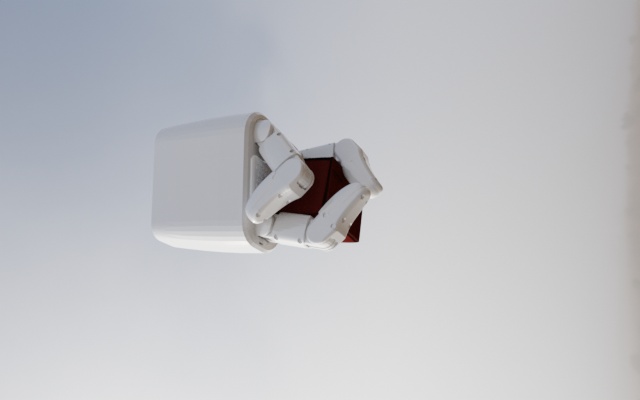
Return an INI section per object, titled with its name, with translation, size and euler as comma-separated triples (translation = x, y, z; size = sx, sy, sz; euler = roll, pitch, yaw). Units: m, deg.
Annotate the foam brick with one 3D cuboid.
[foam brick]
translation = 0.000, 0.002, 0.423
size = 0.051, 0.053, 0.078
euler = -2, -23, 26
